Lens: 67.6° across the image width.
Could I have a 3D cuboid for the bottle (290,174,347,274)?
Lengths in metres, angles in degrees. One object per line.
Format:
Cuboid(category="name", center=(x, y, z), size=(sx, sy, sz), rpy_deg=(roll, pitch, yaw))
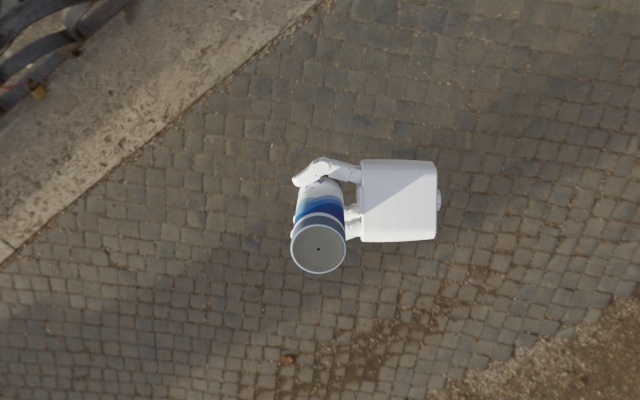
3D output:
Cuboid(category="bottle", center=(0.000, 0.002, 0.698), size=(0.069, 0.069, 0.295), rpy_deg=(0, 22, 1))
